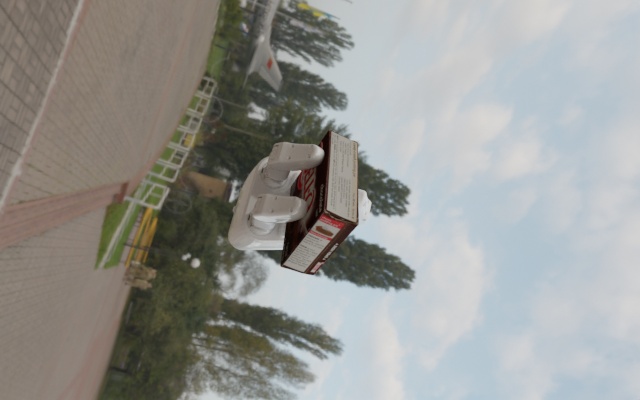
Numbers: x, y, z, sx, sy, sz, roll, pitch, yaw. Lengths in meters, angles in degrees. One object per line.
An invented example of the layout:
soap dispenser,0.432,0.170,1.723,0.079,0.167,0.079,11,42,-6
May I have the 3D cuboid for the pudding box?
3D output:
pudding box,0.000,0.002,0.458,0.039,0.113,0.090,19,-46,-18
